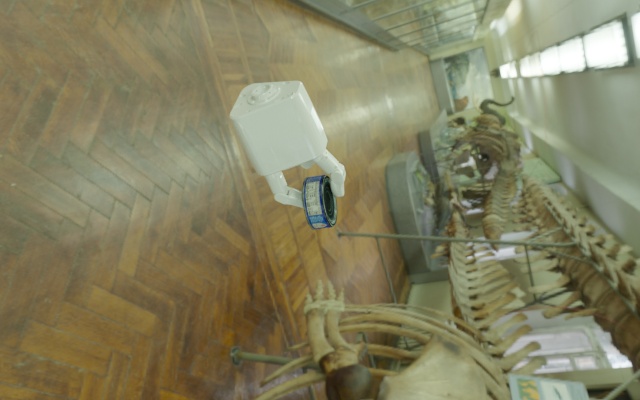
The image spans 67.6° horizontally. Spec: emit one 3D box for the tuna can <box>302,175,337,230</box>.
[{"bbox_3d":[0.001,0.002,0.761,0.034,0.086,0.086,-8,-2,15],"label":"tuna can"}]
